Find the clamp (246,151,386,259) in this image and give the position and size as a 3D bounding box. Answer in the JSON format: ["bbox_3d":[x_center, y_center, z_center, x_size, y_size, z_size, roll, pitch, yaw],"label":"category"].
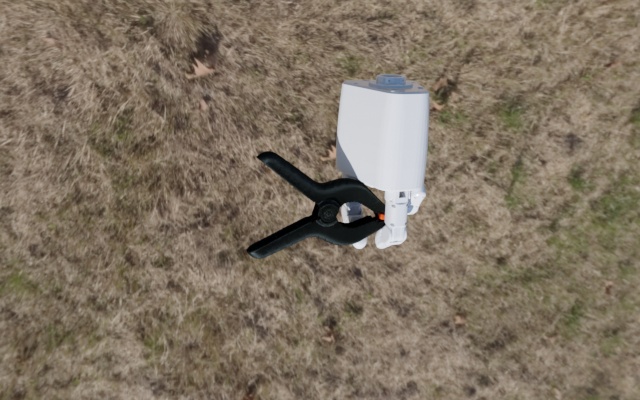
[{"bbox_3d":[0.000,0.002,0.540,0.171,0.120,0.039,-5,21,-15],"label":"clamp"}]
